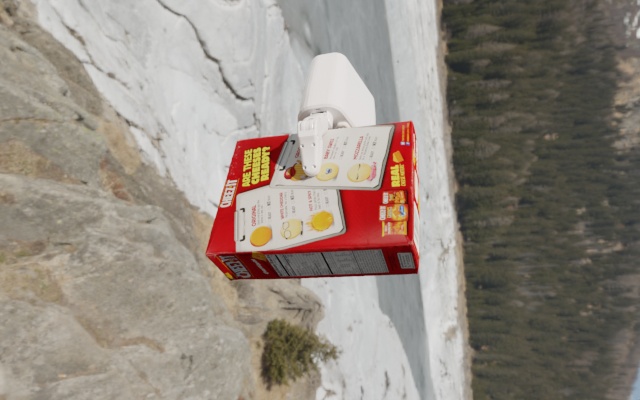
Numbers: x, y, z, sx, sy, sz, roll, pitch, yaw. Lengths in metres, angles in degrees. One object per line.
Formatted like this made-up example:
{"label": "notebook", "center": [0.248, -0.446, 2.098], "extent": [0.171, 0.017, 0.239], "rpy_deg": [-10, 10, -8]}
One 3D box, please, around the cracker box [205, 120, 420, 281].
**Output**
{"label": "cracker box", "center": [0.000, 0.002, 0.529], "extent": [0.214, 0.164, 0.072], "rpy_deg": [-5, -38, 16]}
